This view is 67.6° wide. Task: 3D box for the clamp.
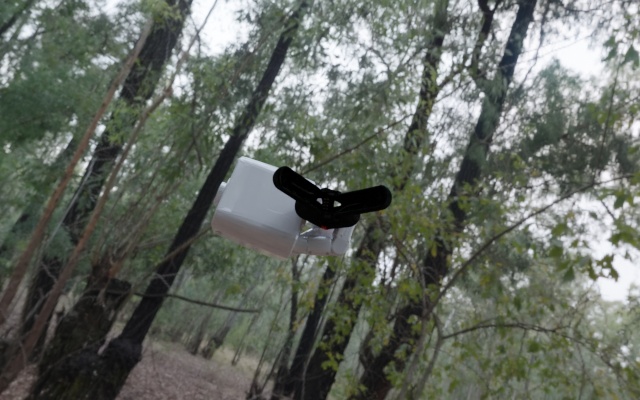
[{"bbox_3d":[0.000,0.001,0.542,0.120,0.039,0.171,19,-18,-6],"label":"clamp"}]
